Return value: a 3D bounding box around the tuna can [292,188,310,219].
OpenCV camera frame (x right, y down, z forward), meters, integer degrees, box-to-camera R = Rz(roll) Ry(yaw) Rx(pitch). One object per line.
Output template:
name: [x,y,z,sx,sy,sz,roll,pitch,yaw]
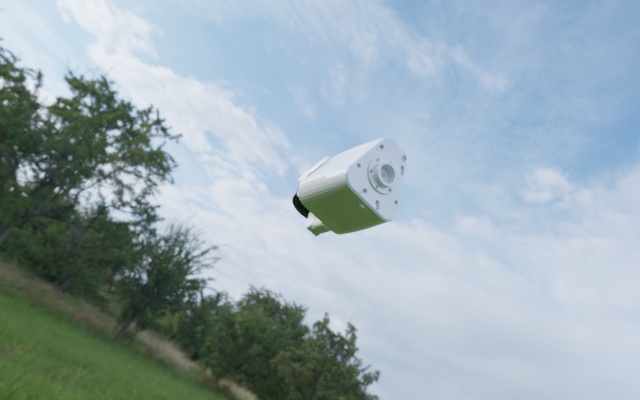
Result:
tuna can: [0.000,0.002,0.767,0.086,0.033,0.086,19,-31,12]
